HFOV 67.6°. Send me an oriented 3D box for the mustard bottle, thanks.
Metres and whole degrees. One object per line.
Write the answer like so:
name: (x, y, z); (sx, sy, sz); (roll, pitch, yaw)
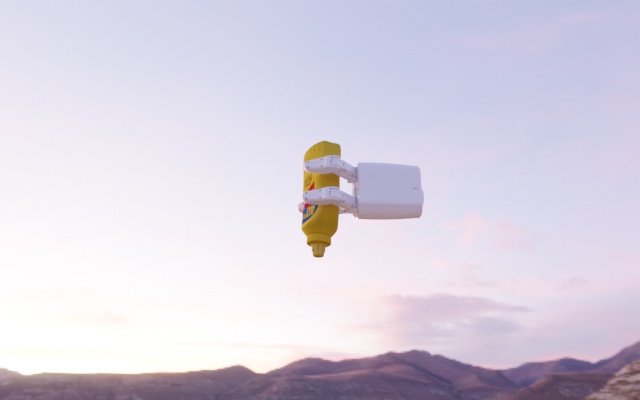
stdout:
mustard bottle: (0.000, 0.002, 0.805); (0.058, 0.191, 0.096); (11, -25, -22)
